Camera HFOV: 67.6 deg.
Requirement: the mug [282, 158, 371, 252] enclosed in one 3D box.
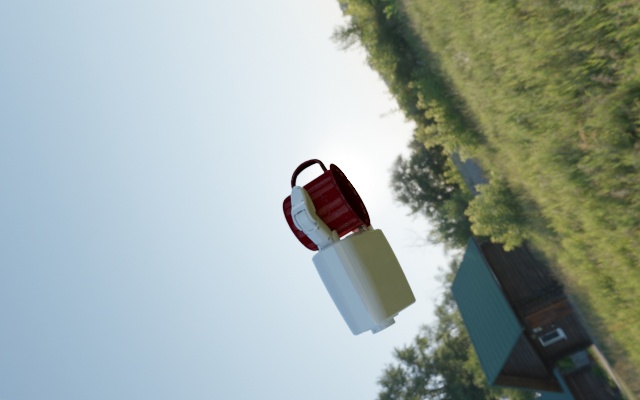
[{"bbox_3d":[-0.001,0.001,0.611,0.081,0.117,0.093,-32,-15,15],"label":"mug"}]
